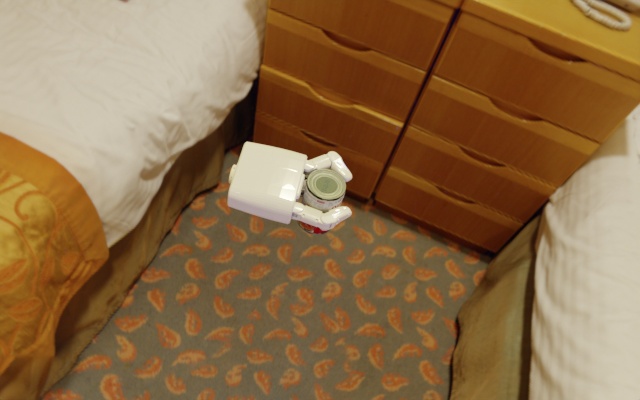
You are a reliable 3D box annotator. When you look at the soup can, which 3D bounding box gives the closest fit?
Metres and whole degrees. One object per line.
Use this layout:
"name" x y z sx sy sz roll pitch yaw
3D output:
"soup can" 0.001 0.003 0.810 0.068 0.068 0.102 0 -37 -14
